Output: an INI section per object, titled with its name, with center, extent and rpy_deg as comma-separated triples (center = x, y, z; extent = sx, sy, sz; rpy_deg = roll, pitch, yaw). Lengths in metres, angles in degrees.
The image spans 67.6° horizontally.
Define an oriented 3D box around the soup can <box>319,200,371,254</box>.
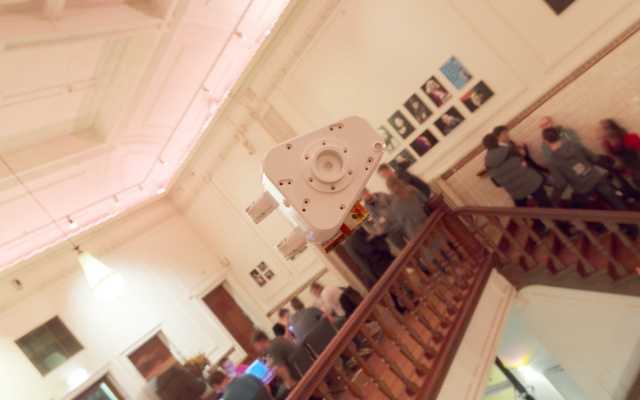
[soup can]
center = 0.000, 0.002, 0.555
extent = 0.068, 0.102, 0.068
rpy_deg = -41, -3, -2
